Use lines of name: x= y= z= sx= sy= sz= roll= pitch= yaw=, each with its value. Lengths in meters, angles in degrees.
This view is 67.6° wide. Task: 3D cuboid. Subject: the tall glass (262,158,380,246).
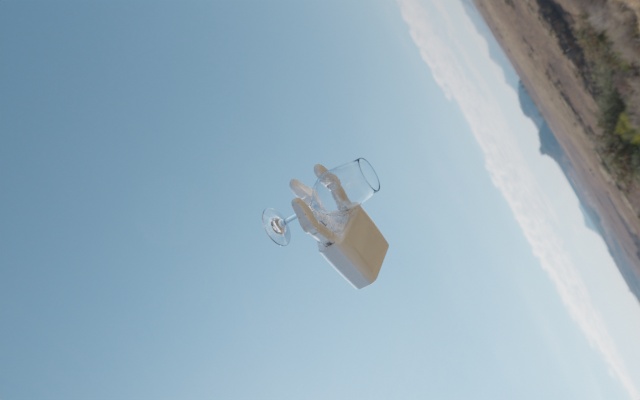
tall glass: x=-0.001 y=0.003 z=0.802 sx=0.201 sy=0.079 sz=0.079 roll=-30 pitch=-14 yaw=25
